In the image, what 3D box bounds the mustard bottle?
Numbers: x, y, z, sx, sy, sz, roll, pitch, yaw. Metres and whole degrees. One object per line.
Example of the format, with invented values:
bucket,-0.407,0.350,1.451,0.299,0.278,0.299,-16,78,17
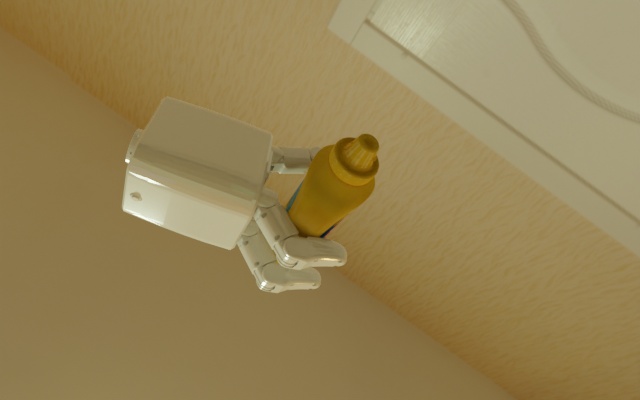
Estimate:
mustard bottle,0.000,0.002,0.443,0.096,0.058,0.192,-50,-2,-39
